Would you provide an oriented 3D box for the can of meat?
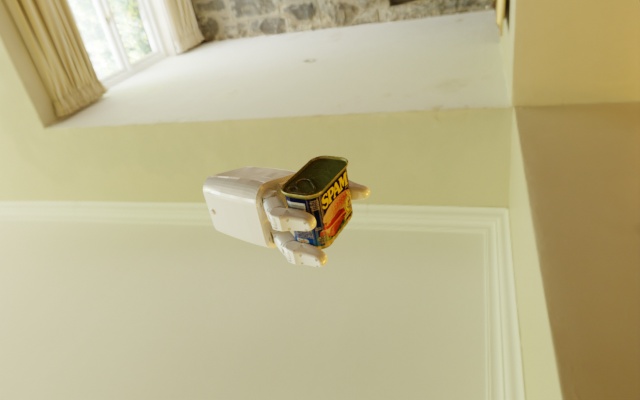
[{"bbox_3d":[0.000,0.002,0.623,0.057,0.084,0.102,9,35,29],"label":"can of meat"}]
